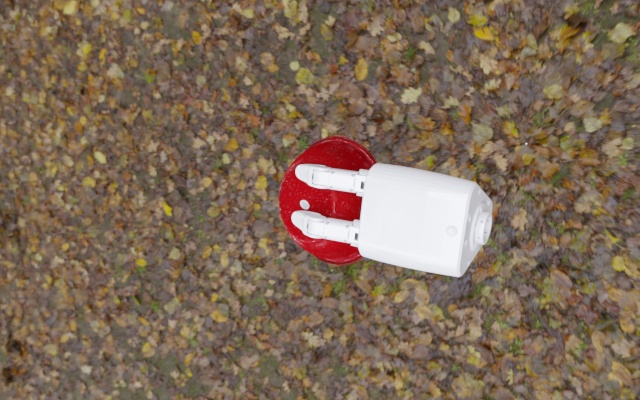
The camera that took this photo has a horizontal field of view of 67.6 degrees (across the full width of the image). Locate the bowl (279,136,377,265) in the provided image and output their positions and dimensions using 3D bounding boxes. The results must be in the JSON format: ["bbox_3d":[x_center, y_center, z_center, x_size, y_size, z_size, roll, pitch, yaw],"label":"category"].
[{"bbox_3d":[-0.001,0.002,0.580,0.162,0.162,0.055,0,3,42],"label":"bowl"}]
